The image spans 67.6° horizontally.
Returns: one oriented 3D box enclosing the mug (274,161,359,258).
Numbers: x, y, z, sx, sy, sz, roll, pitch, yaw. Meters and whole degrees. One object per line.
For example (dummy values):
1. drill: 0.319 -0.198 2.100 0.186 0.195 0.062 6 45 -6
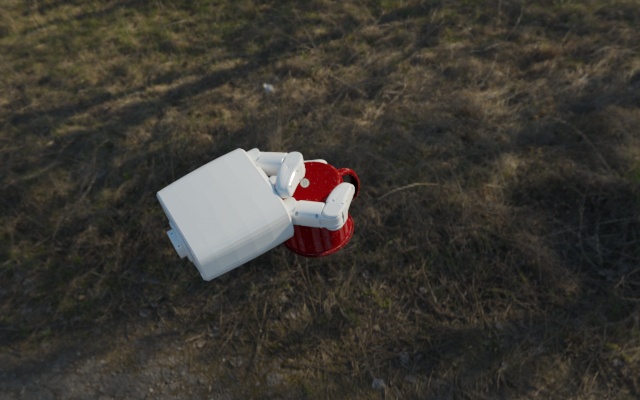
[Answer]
1. mug: 0.001 0.001 0.578 0.117 0.082 0.093 -31 47 -20
